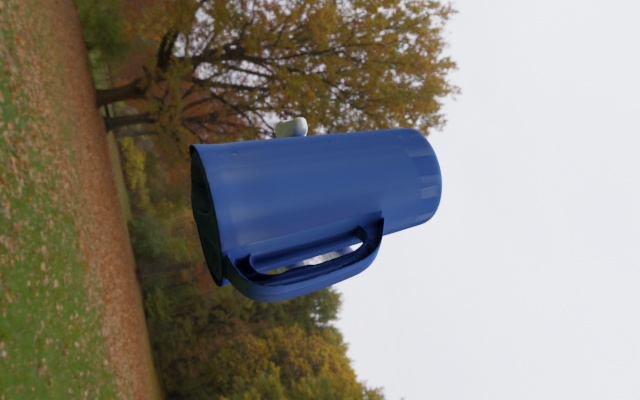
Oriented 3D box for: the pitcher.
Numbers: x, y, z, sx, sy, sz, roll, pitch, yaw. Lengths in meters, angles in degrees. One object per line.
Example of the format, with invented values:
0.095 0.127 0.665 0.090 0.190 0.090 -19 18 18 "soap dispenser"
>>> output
0.000 0.002 0.476 0.243 0.149 0.145 -11 0 -21 "pitcher"
